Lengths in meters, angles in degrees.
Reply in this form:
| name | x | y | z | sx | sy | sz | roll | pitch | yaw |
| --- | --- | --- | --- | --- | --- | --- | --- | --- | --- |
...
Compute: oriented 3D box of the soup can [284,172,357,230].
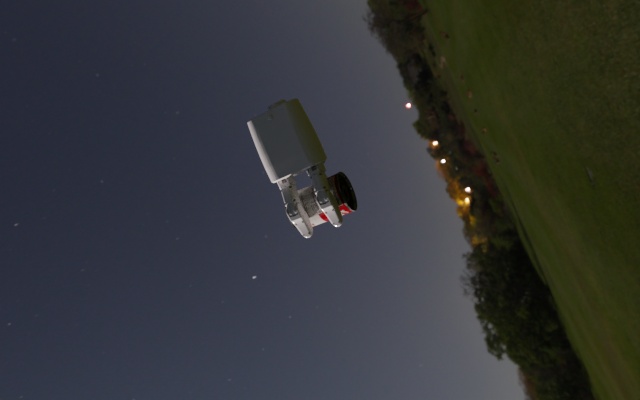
| name | x | y | z | sx | sy | sz | roll | pitch | yaw |
| --- | --- | --- | --- | --- | --- | --- | --- | --- | --- |
| soup can | 0.000 | 0.003 | 0.786 | 0.102 | 0.068 | 0.068 | -22 | -8 | 20 |
